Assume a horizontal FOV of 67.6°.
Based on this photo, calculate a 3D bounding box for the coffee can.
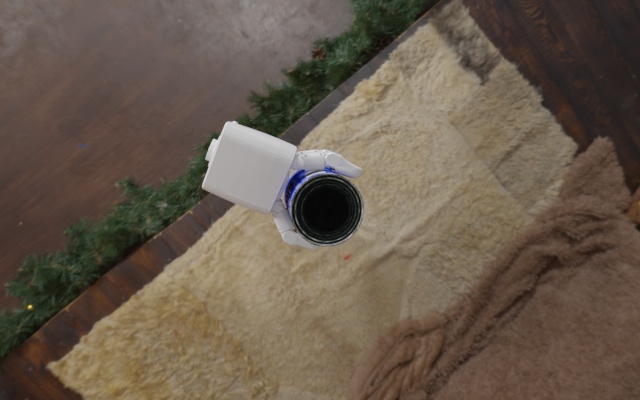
[{"bbox_3d":[0.000,0.002,0.718,0.103,0.103,0.140,0,9,-8],"label":"coffee can"}]
